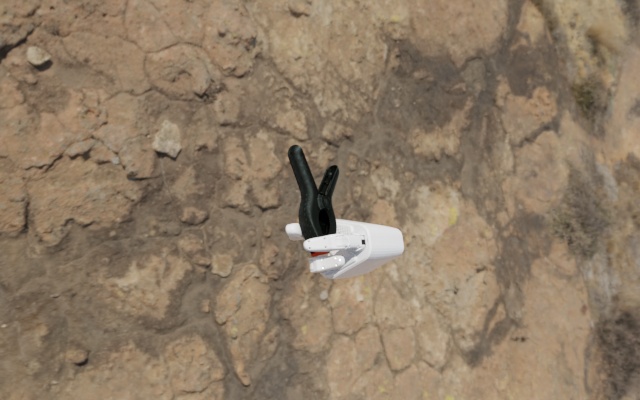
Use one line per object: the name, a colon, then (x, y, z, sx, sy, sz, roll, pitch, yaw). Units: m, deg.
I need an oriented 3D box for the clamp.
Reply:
clamp: (0.001, 0.002, 0.754, 0.039, 0.171, 0.120, -15, -14, 39)
